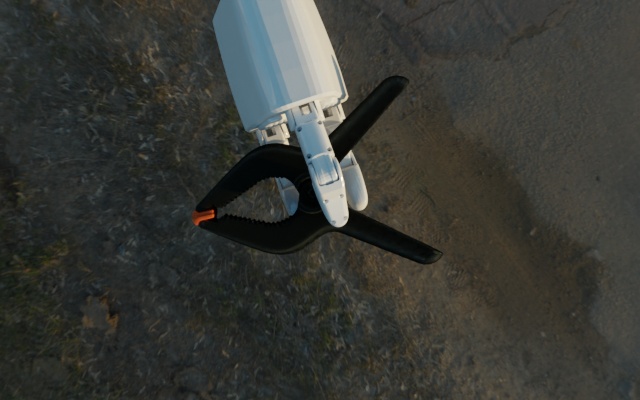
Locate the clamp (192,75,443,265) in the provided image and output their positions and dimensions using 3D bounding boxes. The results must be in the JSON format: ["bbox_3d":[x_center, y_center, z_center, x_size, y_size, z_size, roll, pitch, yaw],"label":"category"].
[{"bbox_3d":[0.000,0.001,0.408,0.210,0.164,0.036,-19,3,-3],"label":"clamp"}]
